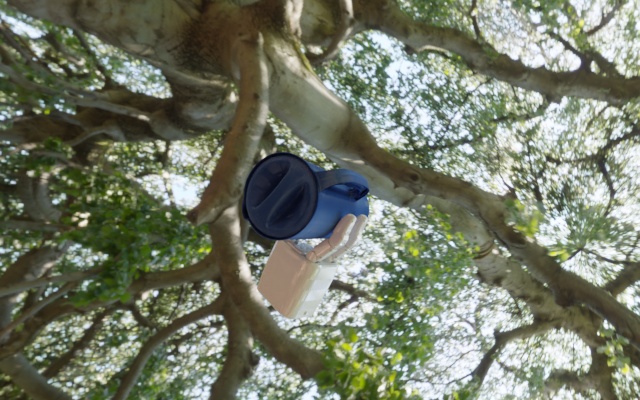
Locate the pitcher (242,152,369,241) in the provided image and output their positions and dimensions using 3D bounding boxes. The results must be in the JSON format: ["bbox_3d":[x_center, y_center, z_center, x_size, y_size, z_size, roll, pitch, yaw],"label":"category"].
[{"bbox_3d":[0.000,0.003,0.805,0.149,0.145,0.243,28,7,28],"label":"pitcher"}]
